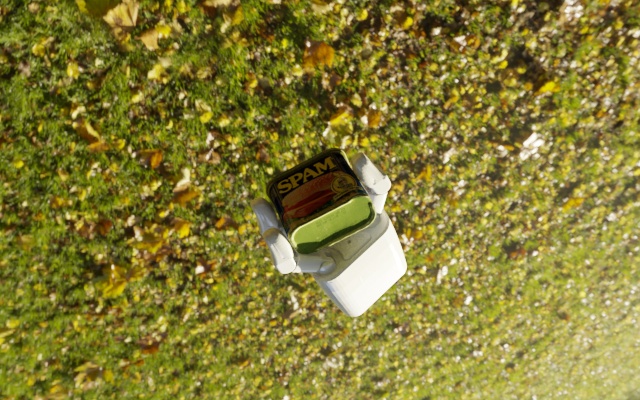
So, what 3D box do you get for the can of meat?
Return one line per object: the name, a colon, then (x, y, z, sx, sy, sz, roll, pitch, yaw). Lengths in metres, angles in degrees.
can of meat: (0.000, 0.002, 0.526, 0.102, 0.084, 0.057, -27, -44, -1)
